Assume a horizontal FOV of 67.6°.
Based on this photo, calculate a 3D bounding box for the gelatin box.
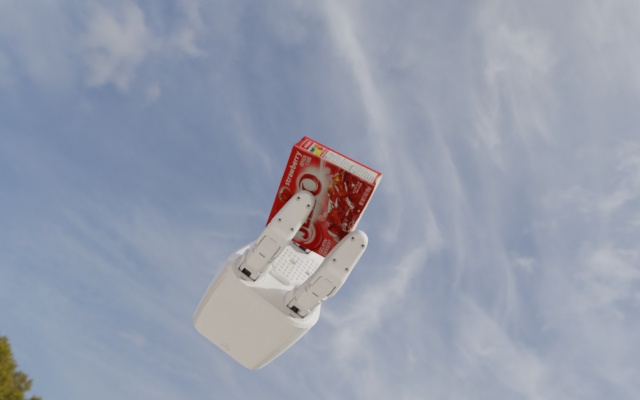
[{"bbox_3d":[0.000,0.001,0.405,0.073,0.089,0.030,27,33,6],"label":"gelatin box"}]
